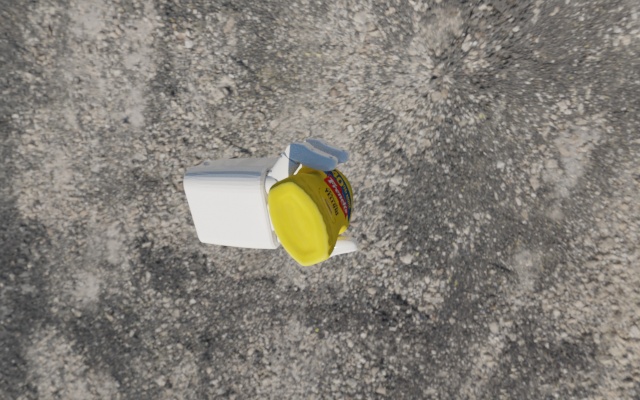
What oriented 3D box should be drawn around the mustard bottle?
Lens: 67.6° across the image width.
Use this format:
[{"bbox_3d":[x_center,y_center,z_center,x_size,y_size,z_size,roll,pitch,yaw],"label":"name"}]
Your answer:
[{"bbox_3d":[0.000,0.002,0.582,0.058,0.096,0.191,-23,7,19],"label":"mustard bottle"}]
